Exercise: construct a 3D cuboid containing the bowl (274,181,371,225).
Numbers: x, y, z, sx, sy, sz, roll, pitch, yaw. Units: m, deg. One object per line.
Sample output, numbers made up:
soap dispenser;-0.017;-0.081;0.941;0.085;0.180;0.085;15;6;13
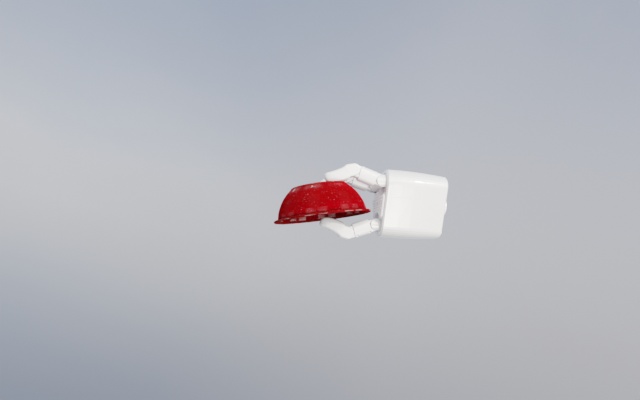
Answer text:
bowl;-0.001;0.002;0.788;0.162;0.055;0.162;-8;-6;-1
